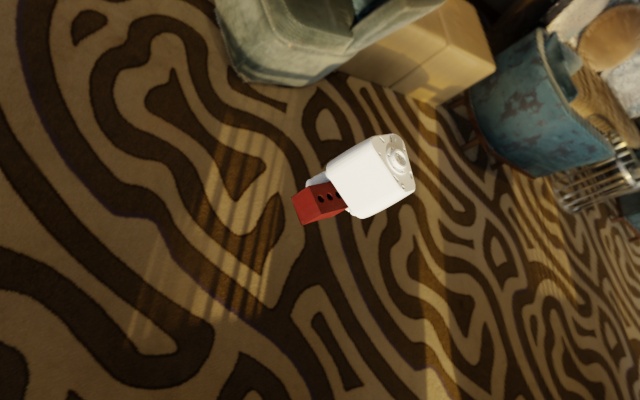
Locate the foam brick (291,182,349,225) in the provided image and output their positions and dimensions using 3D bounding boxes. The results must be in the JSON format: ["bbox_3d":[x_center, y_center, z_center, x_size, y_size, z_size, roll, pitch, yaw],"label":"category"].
[{"bbox_3d":[0.000,0.003,0.806,0.078,0.053,0.051,-14,-12,-46],"label":"foam brick"}]
